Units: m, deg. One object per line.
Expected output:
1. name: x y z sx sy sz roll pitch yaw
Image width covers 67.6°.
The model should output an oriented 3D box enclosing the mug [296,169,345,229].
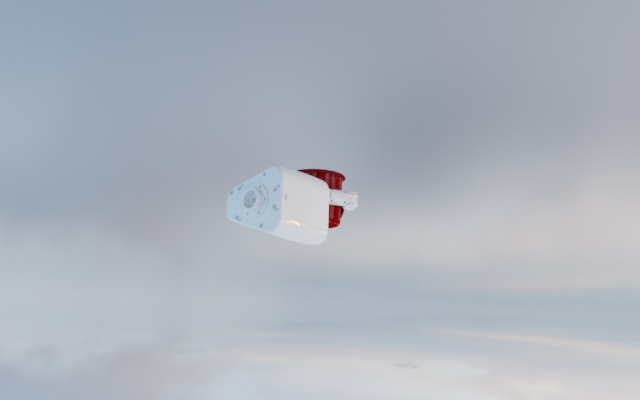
1. mug: 0.001 0.003 0.785 0.093 0.081 0.117 -7 -16 37
